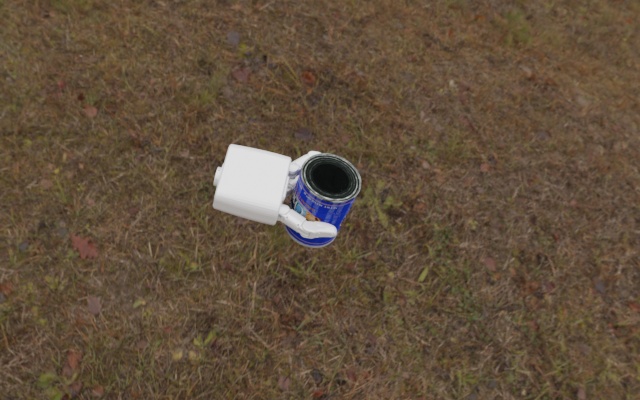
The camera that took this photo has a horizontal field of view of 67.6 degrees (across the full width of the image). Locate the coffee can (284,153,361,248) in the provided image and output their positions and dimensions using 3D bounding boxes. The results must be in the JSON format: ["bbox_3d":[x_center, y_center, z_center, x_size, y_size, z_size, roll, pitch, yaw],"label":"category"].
[{"bbox_3d":[0.000,0.003,0.826,0.103,0.102,0.140,0,-36,-19],"label":"coffee can"}]
